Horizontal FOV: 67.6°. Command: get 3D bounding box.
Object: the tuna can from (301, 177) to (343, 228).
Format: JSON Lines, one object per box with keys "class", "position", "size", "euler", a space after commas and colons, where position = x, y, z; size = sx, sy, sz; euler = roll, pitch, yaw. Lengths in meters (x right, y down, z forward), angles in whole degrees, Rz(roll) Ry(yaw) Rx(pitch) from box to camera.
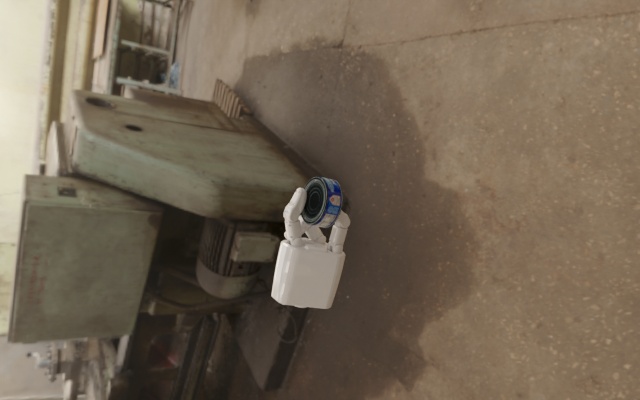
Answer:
{"class": "tuna can", "position": [0.000, 0.003, 0.818], "size": [0.034, 0.086, 0.086], "euler": [11, -6, -33]}
